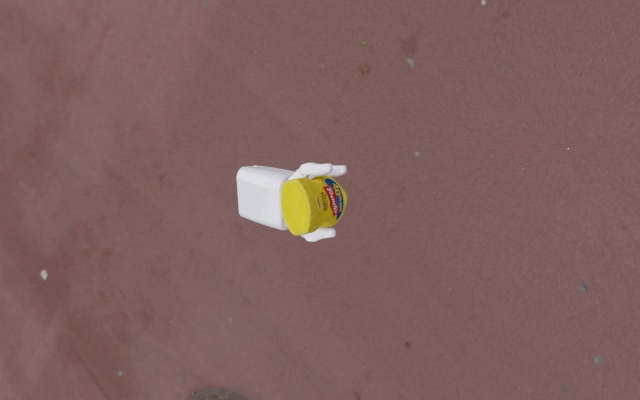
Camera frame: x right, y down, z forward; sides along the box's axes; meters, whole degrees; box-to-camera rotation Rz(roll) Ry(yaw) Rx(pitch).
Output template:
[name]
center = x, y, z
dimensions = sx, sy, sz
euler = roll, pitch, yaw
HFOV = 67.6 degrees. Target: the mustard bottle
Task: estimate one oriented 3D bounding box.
[mustard bottle]
center = 0.000, 0.003, 0.877
dimensions = 0.058, 0.096, 0.191
euler = -12, 0, 28
